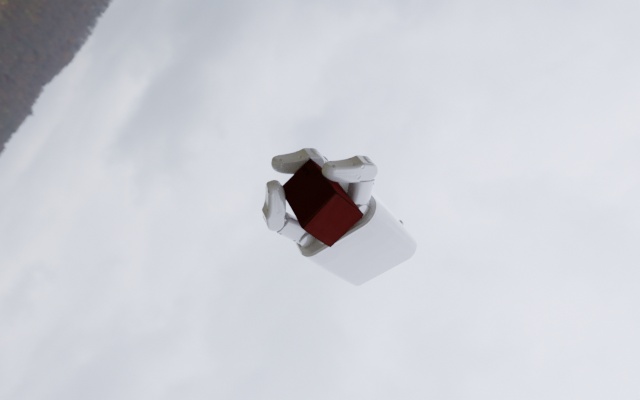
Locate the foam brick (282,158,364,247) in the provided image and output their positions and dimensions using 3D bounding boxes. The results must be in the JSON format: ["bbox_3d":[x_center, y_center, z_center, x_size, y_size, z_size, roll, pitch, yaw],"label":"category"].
[{"bbox_3d":[0.000,0.002,0.519,0.051,0.053,0.078,39,11,-39],"label":"foam brick"}]
